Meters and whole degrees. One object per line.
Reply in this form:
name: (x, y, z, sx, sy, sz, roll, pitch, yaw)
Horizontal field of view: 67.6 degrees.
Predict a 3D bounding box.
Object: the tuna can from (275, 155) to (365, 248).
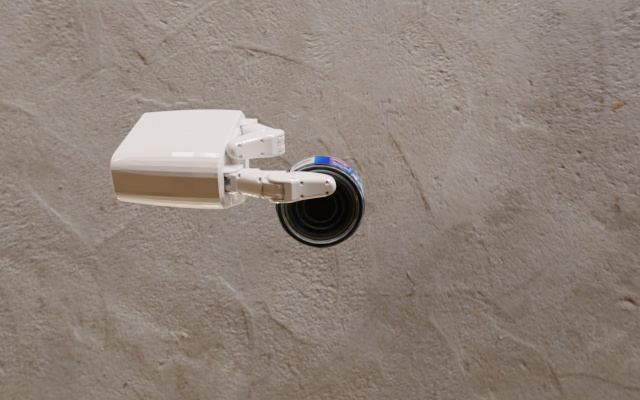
tuna can: (0.000, 0.002, 0.460, 0.086, 0.086, 0.033, 0, 19, 2)
